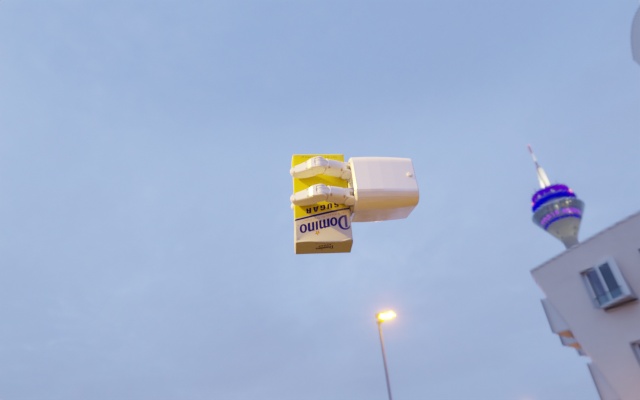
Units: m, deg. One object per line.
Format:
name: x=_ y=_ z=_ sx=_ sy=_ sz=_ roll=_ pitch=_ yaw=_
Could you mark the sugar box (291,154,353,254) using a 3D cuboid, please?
sugar box: x=0.000 y=0.002 z=0.799 sx=0.093 sy=0.176 sz=0.048 roll=-2 pitch=-36 yaw=-5
